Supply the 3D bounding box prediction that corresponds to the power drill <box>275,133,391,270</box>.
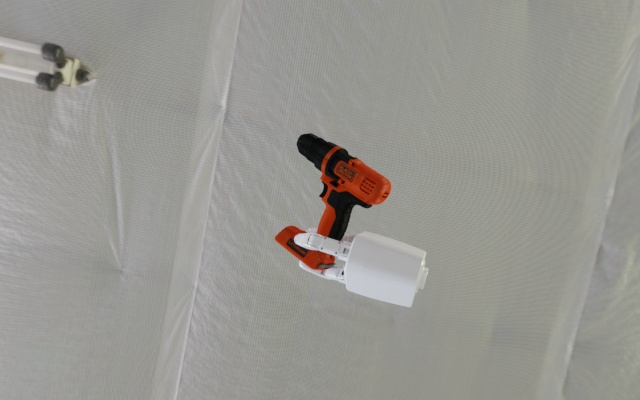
[{"bbox_3d":[0.000,0.003,0.772,0.184,0.188,0.057,36,16,29],"label":"power drill"}]
